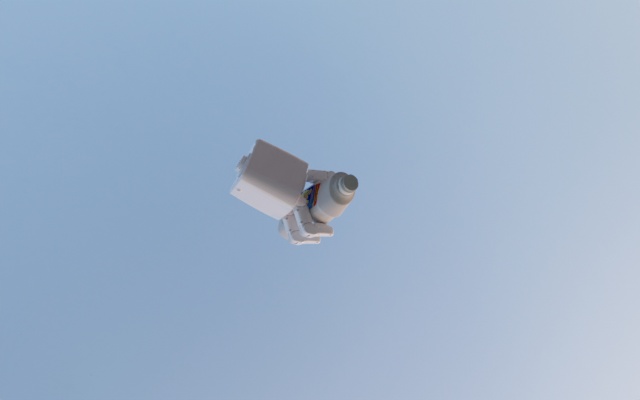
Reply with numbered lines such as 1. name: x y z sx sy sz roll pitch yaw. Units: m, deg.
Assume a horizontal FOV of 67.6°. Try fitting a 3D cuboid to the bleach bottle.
1. bleach bottle: 0.000 0.003 0.877 0.068 0.102 0.251 28 -28 -14
